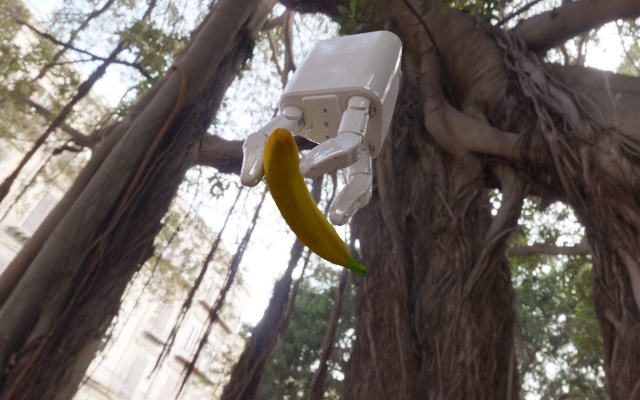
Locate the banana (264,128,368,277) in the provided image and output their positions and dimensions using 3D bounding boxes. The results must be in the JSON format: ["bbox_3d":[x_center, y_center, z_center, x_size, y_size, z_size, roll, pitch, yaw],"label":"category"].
[{"bbox_3d":[-0.014,0.004,0.480,0.069,0.037,0.198,-2,-44,35],"label":"banana"}]
